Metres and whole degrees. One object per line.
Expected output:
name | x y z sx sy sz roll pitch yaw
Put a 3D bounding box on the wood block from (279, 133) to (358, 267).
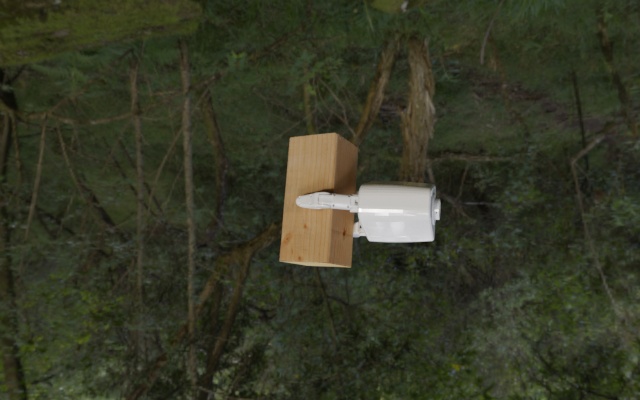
wood block | 0.000 0.003 0.791 0.090 0.206 0.091 -2 -12 29
